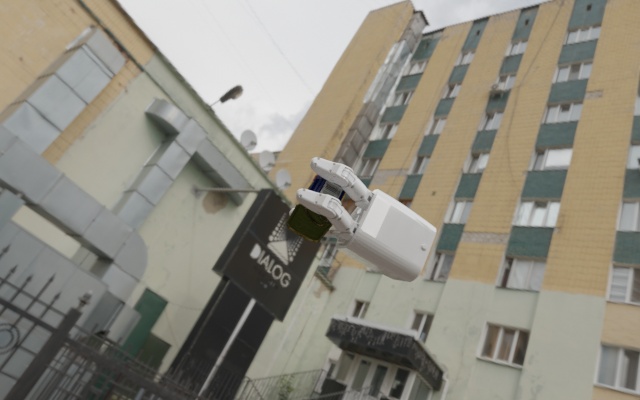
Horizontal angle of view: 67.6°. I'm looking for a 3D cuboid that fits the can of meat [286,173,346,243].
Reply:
[{"bbox_3d":[0.000,0.002,0.699,0.057,0.084,0.102,30,-28,-2],"label":"can of meat"}]
